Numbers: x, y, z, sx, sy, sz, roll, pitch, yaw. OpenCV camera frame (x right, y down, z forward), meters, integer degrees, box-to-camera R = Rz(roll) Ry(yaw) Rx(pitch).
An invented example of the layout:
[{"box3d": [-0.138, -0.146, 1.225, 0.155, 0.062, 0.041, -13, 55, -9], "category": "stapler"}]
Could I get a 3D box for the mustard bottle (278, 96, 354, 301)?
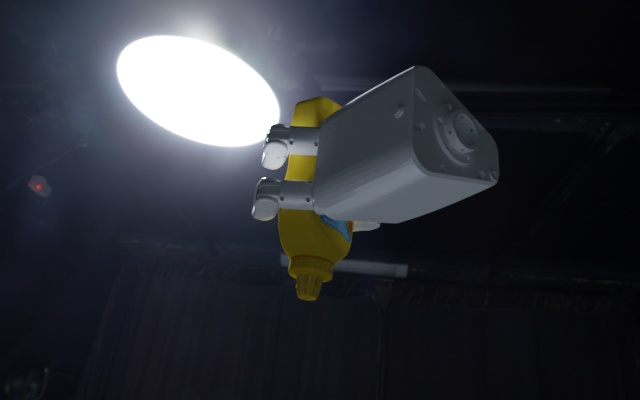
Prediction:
[{"box3d": [0.000, 0.001, 0.467, 0.058, 0.191, 0.096, -7, -29, 28], "category": "mustard bottle"}]
